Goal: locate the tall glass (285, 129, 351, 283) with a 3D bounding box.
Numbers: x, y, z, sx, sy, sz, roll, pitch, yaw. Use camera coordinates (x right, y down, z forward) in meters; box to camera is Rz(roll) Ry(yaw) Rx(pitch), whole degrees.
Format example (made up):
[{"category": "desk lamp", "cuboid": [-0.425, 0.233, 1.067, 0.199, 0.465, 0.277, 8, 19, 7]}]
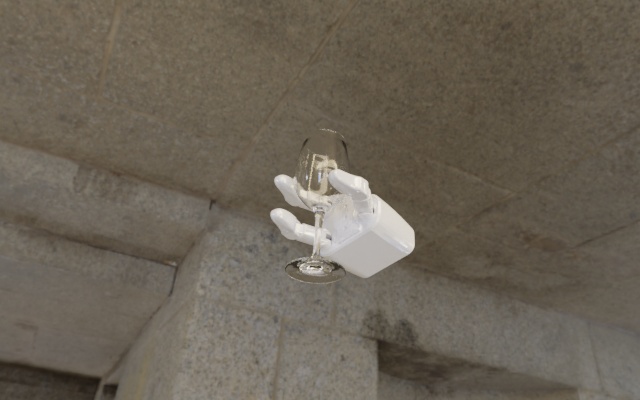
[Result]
[{"category": "tall glass", "cuboid": [0.000, 0.003, 0.628, 0.079, 0.201, 0.079, 3, -32, 2]}]
